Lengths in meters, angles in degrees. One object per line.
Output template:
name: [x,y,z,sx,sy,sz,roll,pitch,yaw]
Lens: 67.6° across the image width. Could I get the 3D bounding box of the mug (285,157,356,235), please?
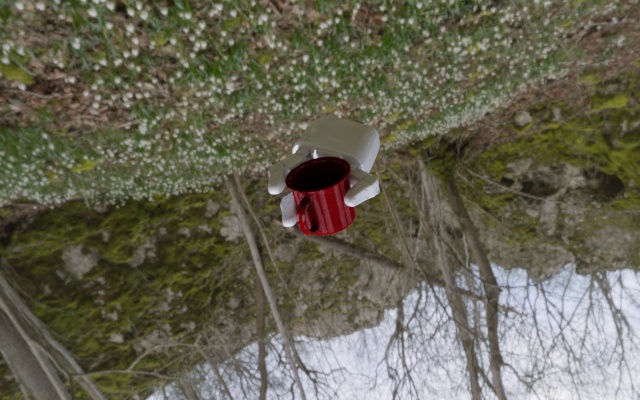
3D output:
mug: [0.000,0.003,0.672,0.093,0.081,0.117,2,36,25]
